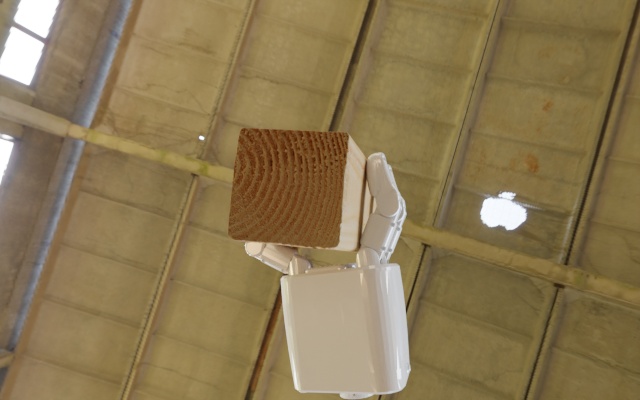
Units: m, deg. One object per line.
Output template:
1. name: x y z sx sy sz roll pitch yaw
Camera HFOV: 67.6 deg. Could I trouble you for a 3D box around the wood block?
1. wood block: 0.000 0.002 0.457 0.091 0.090 0.206 4 -6 15
